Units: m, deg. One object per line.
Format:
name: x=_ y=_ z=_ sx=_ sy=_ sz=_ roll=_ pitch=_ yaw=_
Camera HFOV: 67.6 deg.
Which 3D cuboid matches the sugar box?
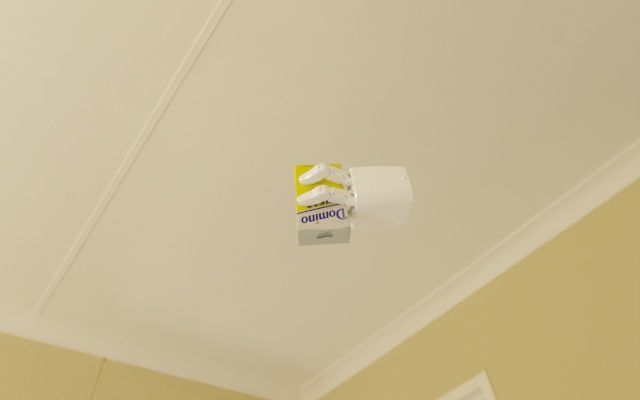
sugar box: x=0.000 y=0.002 z=0.881 sx=0.093 sy=0.048 sz=0.176 roll=-3 pitch=42 yaw=-3
